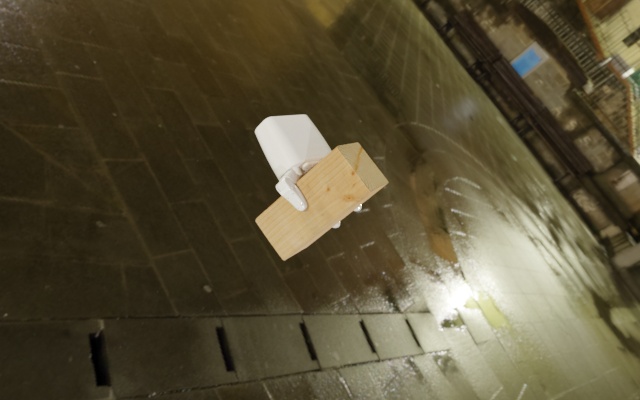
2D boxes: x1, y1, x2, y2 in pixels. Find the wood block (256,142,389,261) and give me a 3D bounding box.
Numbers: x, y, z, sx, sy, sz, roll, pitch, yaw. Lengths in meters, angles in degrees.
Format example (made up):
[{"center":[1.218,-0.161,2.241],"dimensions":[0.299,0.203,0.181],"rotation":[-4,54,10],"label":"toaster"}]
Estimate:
[{"center":[0.000,0.002,0.813],"dimensions":[0.206,0.090,0.091],"rotation":[-40,-9,27],"label":"wood block"}]
